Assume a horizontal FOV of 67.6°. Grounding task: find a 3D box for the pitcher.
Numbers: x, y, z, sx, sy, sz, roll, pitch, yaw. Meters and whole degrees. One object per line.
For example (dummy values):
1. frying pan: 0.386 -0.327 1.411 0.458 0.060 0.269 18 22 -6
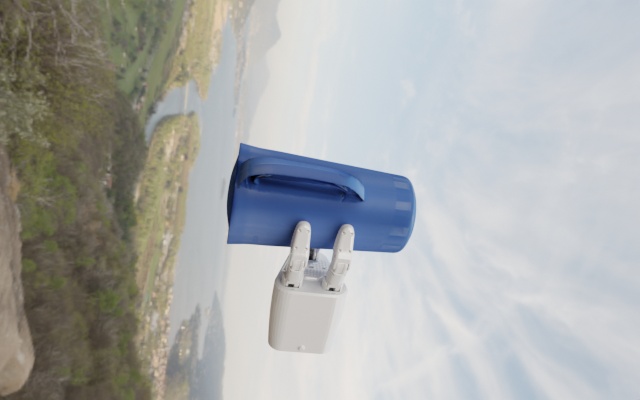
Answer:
1. pitcher: 0.000 0.002 0.632 0.243 0.145 0.149 7 23 -10
